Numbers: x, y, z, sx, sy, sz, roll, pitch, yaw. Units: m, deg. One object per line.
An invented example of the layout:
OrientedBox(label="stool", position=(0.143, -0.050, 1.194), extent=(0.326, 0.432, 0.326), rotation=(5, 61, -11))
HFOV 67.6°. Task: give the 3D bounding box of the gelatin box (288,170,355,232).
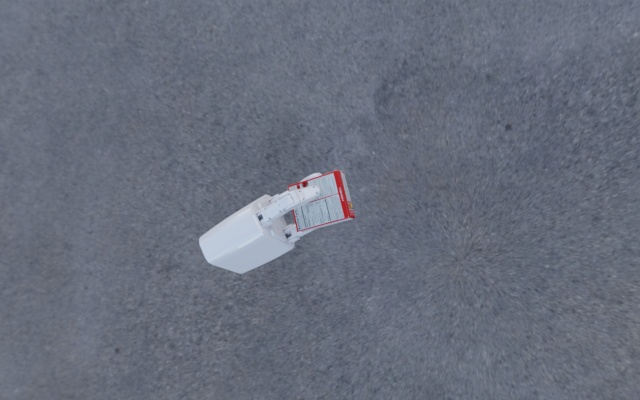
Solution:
OrientedBox(label="gelatin box", position=(0.000, 0.002, 0.715), extent=(0.089, 0.073, 0.030), rotation=(-17, -10, 22))
